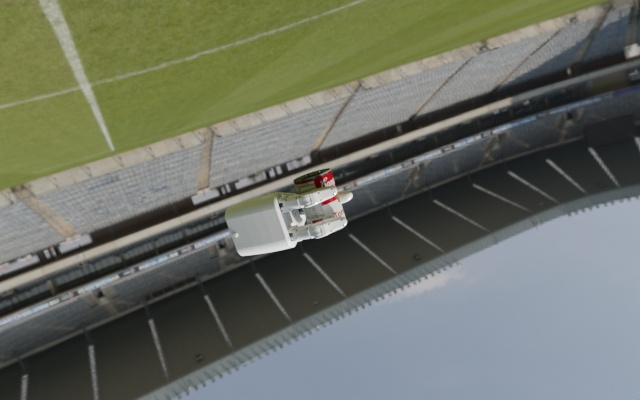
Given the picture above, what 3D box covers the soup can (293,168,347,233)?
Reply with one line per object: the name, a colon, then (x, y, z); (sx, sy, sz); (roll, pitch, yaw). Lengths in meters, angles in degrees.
soup can: (0.001, 0.003, 0.829); (0.068, 0.102, 0.068); (-17, 10, 3)
